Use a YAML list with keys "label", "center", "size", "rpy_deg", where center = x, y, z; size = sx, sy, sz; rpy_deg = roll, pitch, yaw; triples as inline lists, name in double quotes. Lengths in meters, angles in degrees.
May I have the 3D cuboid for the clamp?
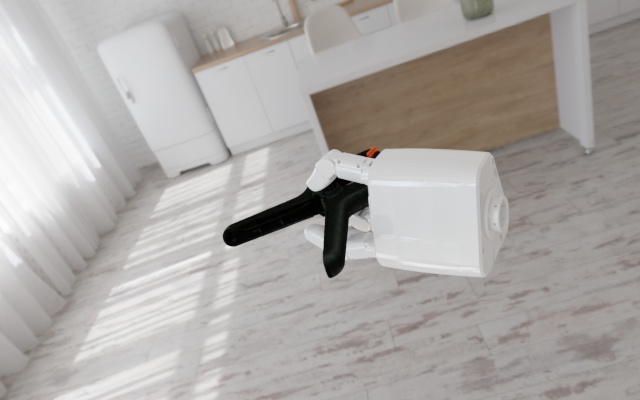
- label: "clamp"
  center: [0.000, 0.001, 0.540]
  size: [0.164, 0.036, 0.210]
  rpy_deg: [6, 37, 35]
